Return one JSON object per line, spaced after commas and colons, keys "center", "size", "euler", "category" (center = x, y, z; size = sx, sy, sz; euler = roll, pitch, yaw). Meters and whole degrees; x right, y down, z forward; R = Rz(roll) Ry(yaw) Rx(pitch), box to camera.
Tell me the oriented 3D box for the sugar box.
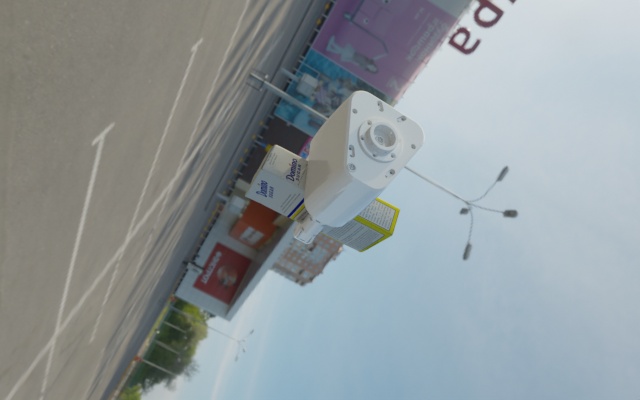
{"center": [0.000, 0.002, 0.601], "size": [0.176, 0.048, 0.093], "euler": [29, -28, -10], "category": "sugar box"}
